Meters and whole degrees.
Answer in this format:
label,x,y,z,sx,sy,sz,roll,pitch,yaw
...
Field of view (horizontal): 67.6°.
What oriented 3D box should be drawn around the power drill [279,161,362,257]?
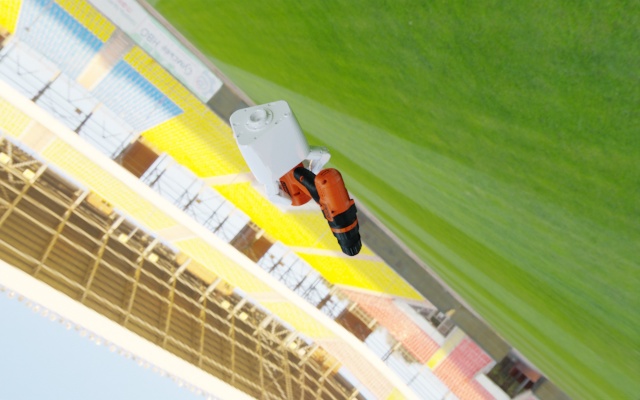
label,x,y,z,sx,sy,sz,roll,pitch,yaw
power drill,0.000,0.003,0.889,0.057,0.184,0.187,-32,35,-21
